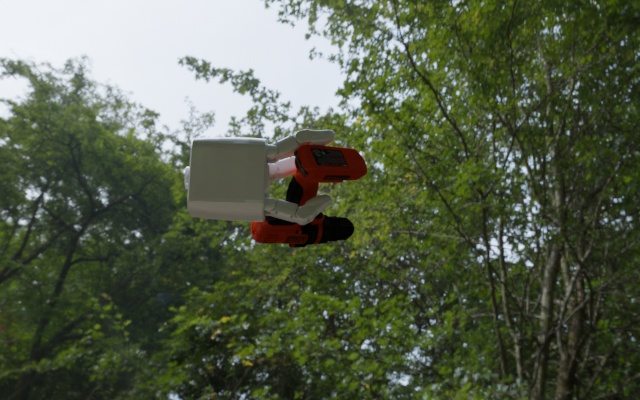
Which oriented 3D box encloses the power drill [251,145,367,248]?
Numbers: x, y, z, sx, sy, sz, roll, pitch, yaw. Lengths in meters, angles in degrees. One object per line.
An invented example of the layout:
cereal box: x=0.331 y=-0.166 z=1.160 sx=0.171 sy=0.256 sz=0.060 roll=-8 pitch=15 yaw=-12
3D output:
power drill: x=0.000 y=0.002 z=0.746 sx=0.184 sy=0.057 sz=0.188 roll=0 pitch=-44 yaw=-30
